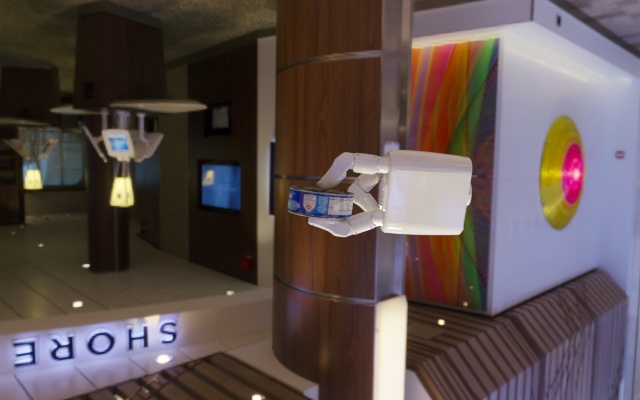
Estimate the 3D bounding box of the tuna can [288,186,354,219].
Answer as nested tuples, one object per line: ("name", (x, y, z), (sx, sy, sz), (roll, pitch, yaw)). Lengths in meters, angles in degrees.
("tuna can", (0.000, 0.003, 0.629), (0.086, 0.034, 0.086), (6, 5, -1))
